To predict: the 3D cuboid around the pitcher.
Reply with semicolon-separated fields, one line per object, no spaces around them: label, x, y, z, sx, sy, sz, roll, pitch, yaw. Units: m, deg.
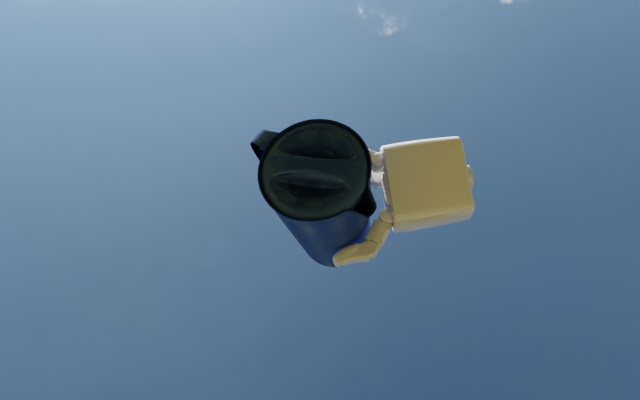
pitcher;0.000;0.002;0.653;0.145;0.149;0.243;-11;-25;4
